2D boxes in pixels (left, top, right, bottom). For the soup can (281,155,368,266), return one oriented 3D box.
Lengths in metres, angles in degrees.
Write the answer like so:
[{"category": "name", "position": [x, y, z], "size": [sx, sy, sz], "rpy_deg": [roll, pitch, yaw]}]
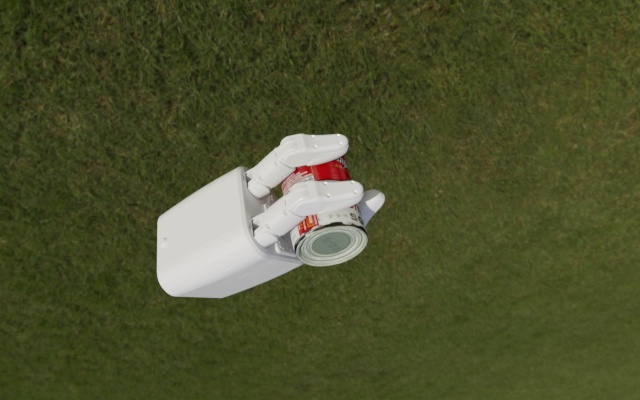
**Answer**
[{"category": "soup can", "position": [0.001, 0.002, 0.447], "size": [0.068, 0.102, 0.069], "rpy_deg": [-9, -37, -7]}]
